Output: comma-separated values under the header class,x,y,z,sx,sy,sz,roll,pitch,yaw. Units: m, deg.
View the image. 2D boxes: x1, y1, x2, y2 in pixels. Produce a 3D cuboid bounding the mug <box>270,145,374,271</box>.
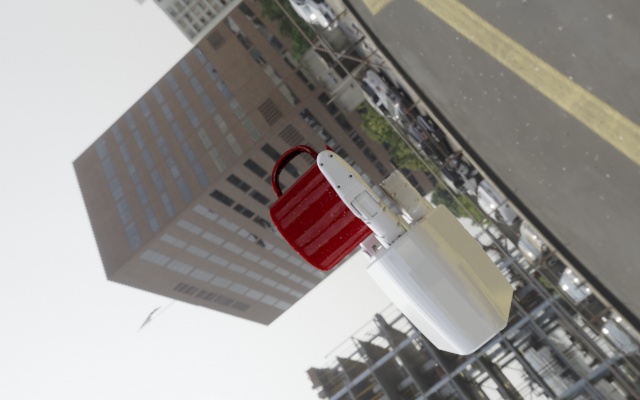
class,x,y,z,sx,sy,sz,roll,pitch,yaw
mug,-0.001,0.001,0.442,0.081,0.117,0.093,-43,-11,7
